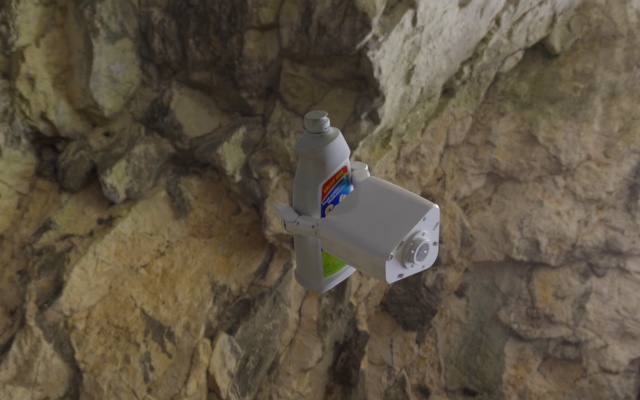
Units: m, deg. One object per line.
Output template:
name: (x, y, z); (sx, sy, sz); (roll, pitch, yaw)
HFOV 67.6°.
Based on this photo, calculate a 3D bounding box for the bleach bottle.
bleach bottle: (0.000, 0.002, 0.659); (0.102, 0.251, 0.068); (-28, 38, -31)
